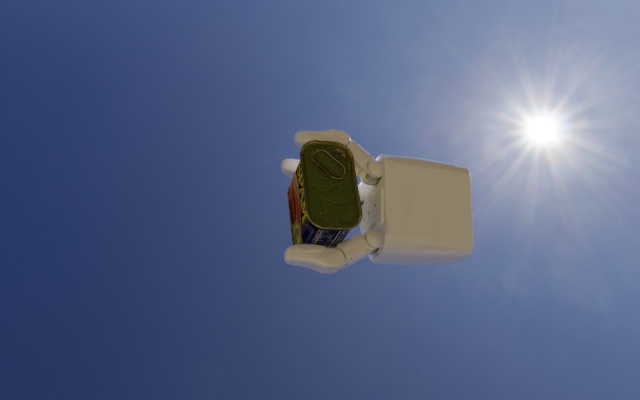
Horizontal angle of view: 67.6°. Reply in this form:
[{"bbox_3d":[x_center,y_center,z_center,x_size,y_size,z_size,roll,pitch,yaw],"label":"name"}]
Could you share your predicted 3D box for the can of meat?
[{"bbox_3d":[0.000,0.002,0.509,0.057,0.102,0.084,2,-29,-16],"label":"can of meat"}]
